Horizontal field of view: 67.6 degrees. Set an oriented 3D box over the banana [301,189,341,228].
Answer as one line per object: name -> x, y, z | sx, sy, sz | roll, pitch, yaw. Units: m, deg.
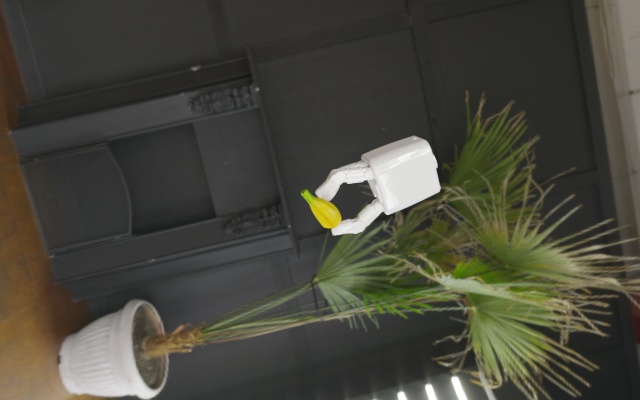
banana -> 0.009, 0.018, 0.832 | 0.037, 0.069, 0.198 | -31, -9, 1
